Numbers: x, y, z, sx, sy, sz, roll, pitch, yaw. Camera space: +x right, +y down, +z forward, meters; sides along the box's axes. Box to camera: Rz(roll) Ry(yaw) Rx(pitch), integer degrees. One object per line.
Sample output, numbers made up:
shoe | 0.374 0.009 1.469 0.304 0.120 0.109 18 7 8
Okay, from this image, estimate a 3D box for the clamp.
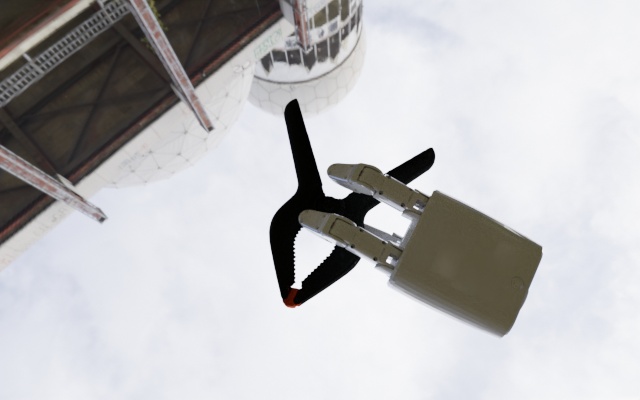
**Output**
clamp | 0.000 0.002 0.476 0.164 0.210 0.036 27 -15 9
